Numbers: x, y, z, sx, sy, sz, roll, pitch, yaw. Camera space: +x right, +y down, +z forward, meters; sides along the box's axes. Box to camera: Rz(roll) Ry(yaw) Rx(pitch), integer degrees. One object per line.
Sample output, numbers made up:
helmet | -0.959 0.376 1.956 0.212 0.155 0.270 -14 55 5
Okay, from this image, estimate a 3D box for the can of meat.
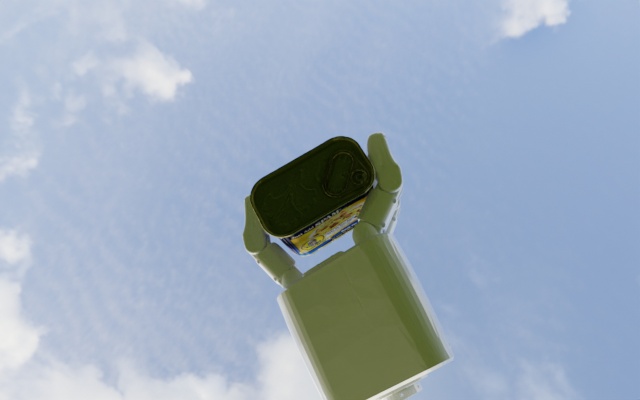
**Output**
can of meat | 0.000 0.001 0.424 0.102 0.057 0.084 -30 -23 -1
